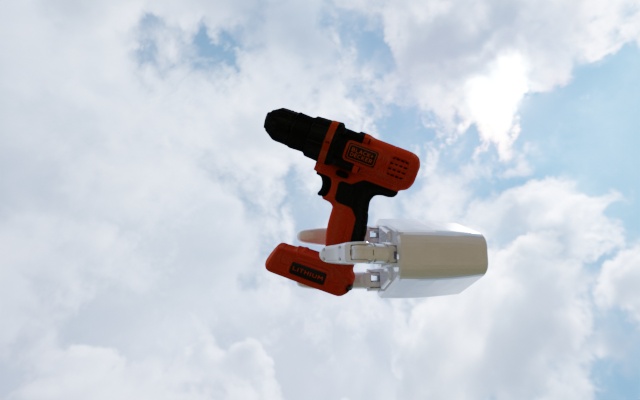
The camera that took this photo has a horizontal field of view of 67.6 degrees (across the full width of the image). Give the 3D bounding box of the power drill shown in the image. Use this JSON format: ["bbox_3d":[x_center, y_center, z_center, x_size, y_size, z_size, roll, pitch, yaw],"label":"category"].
[{"bbox_3d":[0.000,0.002,0.551,0.184,0.188,0.057,21,9,4],"label":"power drill"}]
